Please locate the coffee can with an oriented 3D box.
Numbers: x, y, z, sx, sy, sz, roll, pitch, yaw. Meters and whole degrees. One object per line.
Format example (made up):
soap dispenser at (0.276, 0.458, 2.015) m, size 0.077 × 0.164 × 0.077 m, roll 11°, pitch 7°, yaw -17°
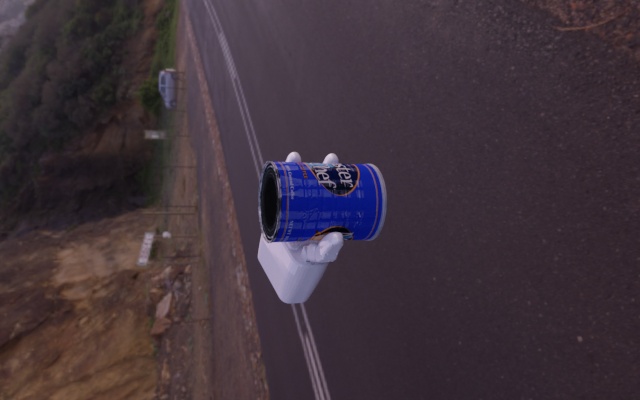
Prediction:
coffee can at (0.000, 0.002, 0.614) m, size 0.140 × 0.103 × 0.103 m, roll 0°, pitch 0°, yaw -21°
